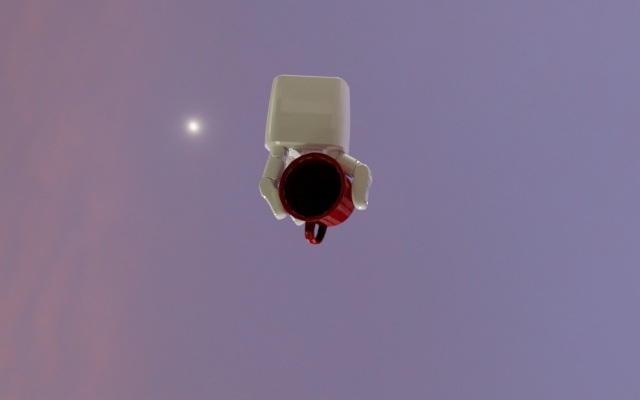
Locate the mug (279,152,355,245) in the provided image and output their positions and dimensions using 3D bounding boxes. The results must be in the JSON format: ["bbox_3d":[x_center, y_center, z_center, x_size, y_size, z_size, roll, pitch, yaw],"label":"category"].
[{"bbox_3d":[0.000,0.004,0.652,0.093,0.117,0.081,1,-12,20],"label":"mug"}]
